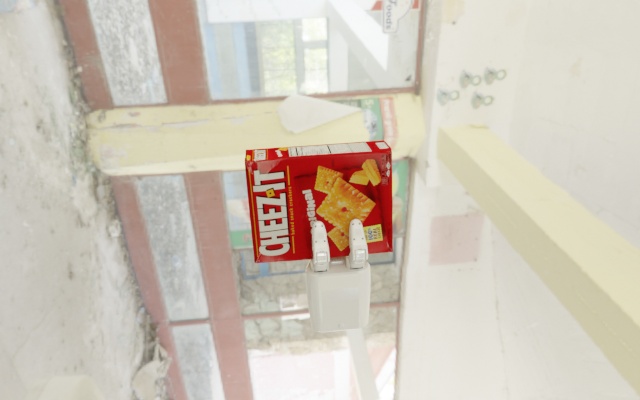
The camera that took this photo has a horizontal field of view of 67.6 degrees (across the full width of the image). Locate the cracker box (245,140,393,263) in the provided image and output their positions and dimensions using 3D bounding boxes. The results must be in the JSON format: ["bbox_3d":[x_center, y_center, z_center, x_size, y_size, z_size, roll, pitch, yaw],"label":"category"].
[{"bbox_3d":[0.000,0.002,0.719,0.214,0.164,0.072,-4,20,-5],"label":"cracker box"}]
